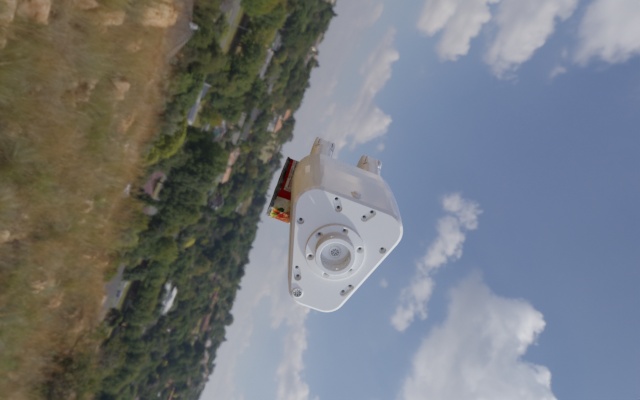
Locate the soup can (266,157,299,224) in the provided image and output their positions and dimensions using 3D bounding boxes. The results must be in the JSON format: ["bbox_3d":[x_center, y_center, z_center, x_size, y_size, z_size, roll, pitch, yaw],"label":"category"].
[{"bbox_3d":[0.000,0.002,0.519,0.102,0.068,0.068,20,-2,-6],"label":"soup can"}]
